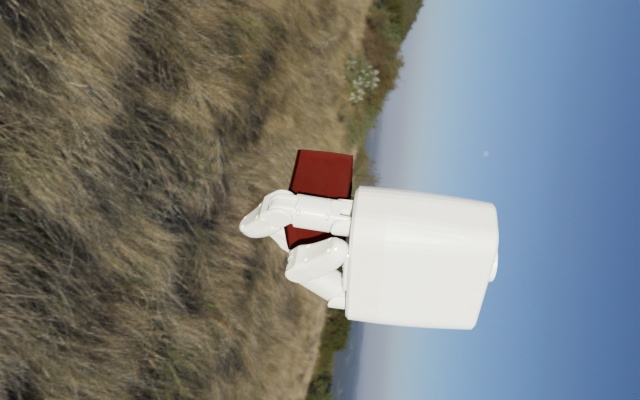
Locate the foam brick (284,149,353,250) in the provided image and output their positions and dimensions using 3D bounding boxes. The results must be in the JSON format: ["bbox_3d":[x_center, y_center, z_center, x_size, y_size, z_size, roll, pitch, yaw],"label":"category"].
[{"bbox_3d":[0.000,0.001,0.423,0.051,0.078,0.053,5,-38,7],"label":"foam brick"}]
